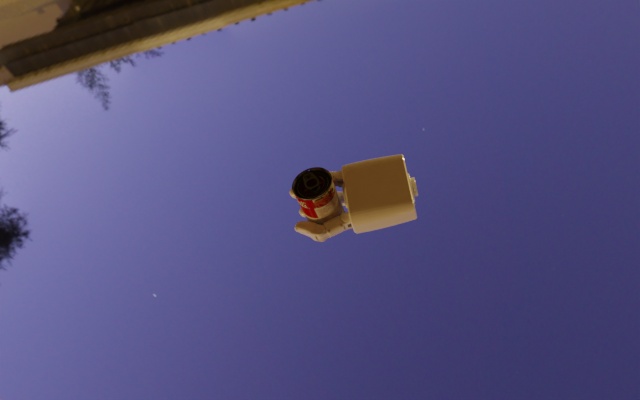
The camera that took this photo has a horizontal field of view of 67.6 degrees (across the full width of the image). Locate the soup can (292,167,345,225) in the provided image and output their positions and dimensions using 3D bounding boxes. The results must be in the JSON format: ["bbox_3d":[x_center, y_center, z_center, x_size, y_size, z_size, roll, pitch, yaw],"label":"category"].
[{"bbox_3d":[0.000,0.003,0.801,0.068,0.068,0.102,0,-38,21],"label":"soup can"}]
